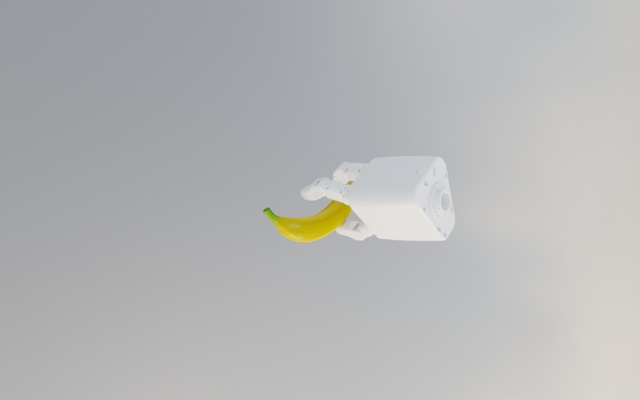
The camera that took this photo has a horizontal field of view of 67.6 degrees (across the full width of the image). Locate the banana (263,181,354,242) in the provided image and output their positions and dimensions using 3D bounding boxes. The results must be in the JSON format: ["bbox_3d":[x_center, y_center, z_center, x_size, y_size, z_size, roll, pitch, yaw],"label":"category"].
[{"bbox_3d":[0.002,0.021,0.742,0.037,0.069,0.198,-5,10,45],"label":"banana"}]
